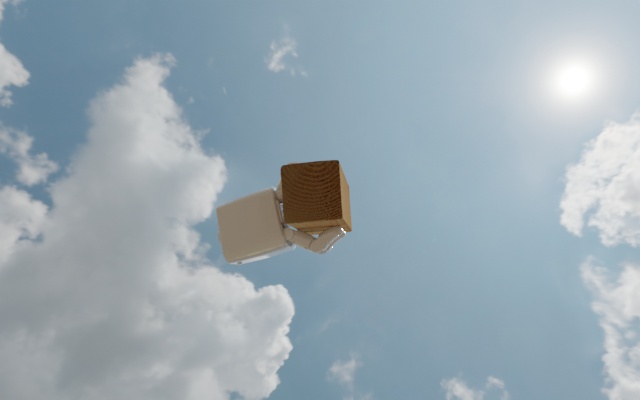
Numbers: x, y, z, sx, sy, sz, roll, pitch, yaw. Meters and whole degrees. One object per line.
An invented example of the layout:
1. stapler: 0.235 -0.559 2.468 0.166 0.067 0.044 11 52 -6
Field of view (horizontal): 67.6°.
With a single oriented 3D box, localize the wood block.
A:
1. wood block: 0.000 0.002 0.799 0.090 0.091 0.206 -5 -9 6
